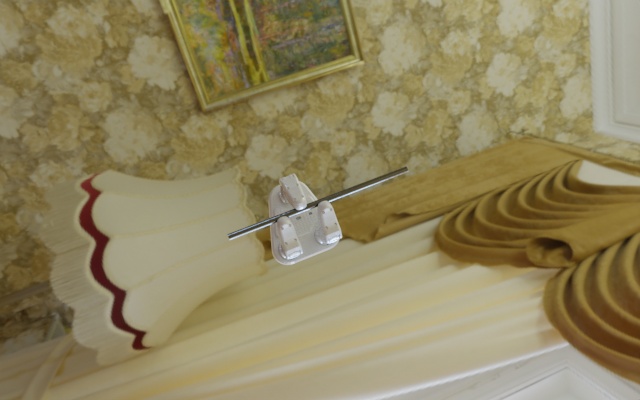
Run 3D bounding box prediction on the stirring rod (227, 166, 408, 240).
[{"bbox_3d":[0.000,0.002,0.595,0.239,0.011,0.011,-21,3,-9],"label":"stirring rod"}]
